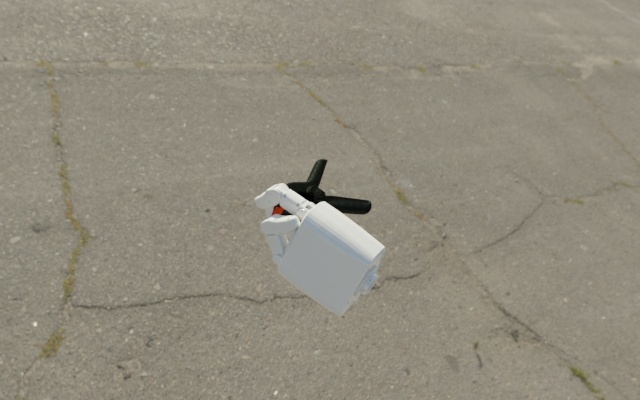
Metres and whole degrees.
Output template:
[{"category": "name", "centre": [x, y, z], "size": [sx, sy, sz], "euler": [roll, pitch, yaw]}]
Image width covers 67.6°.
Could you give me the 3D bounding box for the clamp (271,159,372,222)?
[{"category": "clamp", "centre": [0.000, 0.002, 0.719], "size": [0.120, 0.039, 0.171], "euler": [35, 42, 17]}]
